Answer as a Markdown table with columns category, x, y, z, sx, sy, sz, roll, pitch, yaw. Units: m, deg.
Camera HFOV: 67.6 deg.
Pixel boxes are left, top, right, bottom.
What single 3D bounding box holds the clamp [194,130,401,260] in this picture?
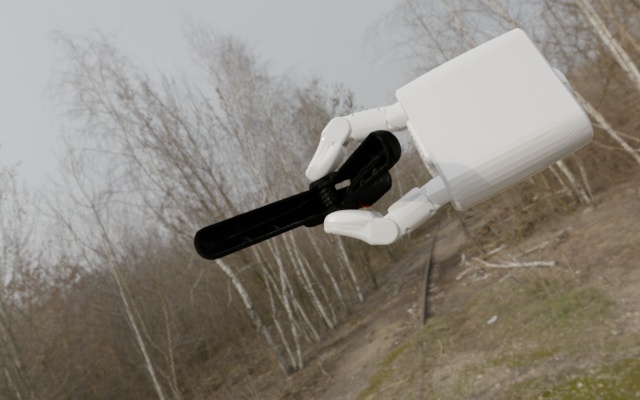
| category | x | y | z | sx | sy | sz | roll | pitch | yaw |
| --- | --- | --- | --- | --- | --- | --- | --- | --- | --- |
| clamp | 0.000 | 0.001 | 0.408 | 0.164 | 0.036 | 0.210 | -26 | -7 | 12 |
